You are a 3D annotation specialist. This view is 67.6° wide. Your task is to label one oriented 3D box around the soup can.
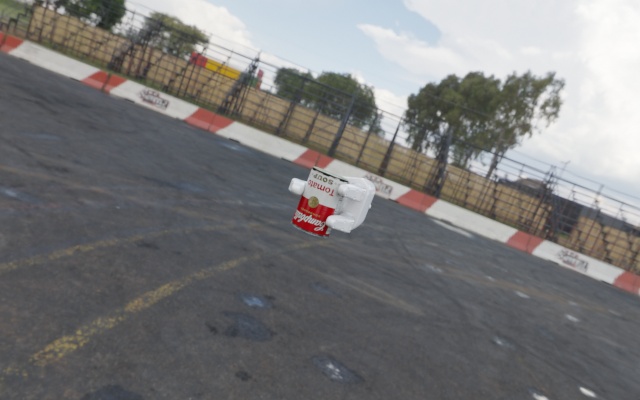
[{"bbox_3d":[0.000,0.002,0.794,0.068,0.102,0.068,21,7,-3],"label":"soup can"}]
